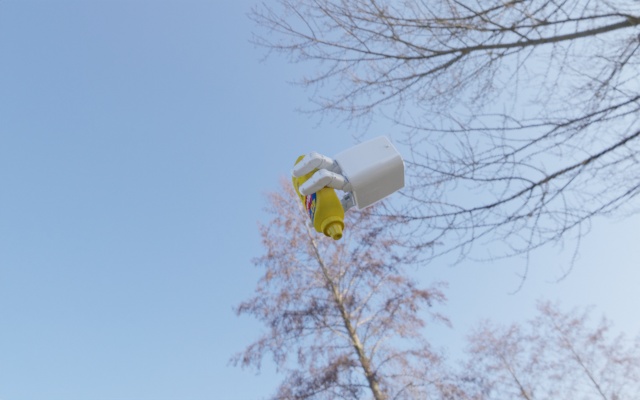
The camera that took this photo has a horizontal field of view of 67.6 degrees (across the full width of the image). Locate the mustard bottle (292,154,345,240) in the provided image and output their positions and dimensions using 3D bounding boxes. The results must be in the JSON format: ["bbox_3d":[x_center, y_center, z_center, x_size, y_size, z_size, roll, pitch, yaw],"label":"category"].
[{"bbox_3d":[0.000,0.003,0.883,0.058,0.096,0.191,-8,41,-19],"label":"mustard bottle"}]
